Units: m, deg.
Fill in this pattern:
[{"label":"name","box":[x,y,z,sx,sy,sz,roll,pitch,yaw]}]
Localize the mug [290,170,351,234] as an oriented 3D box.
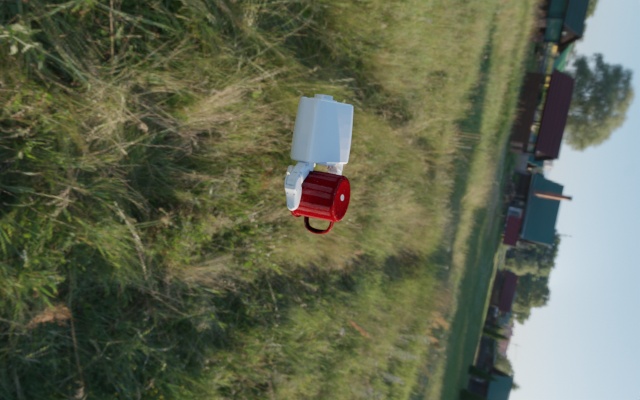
[{"label":"mug","box":[0.000,0.004,0.834,0.081,0.117,0.093,11,12,23]}]
